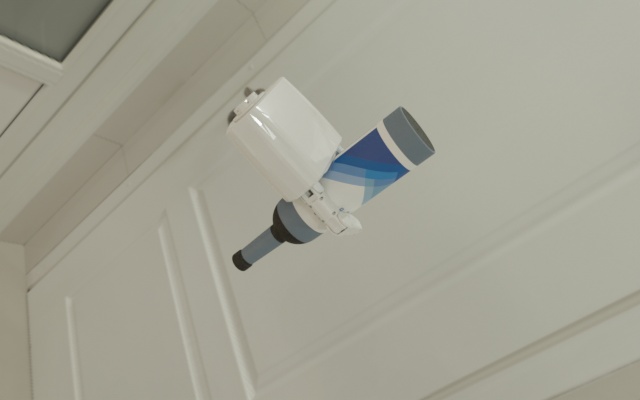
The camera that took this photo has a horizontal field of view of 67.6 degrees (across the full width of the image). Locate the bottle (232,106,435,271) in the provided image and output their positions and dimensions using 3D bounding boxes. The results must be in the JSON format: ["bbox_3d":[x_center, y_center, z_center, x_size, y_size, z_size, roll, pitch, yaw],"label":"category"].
[{"bbox_3d":[0.000,0.002,0.591,0.296,0.069,0.069,-37,-15,21],"label":"bottle"}]
